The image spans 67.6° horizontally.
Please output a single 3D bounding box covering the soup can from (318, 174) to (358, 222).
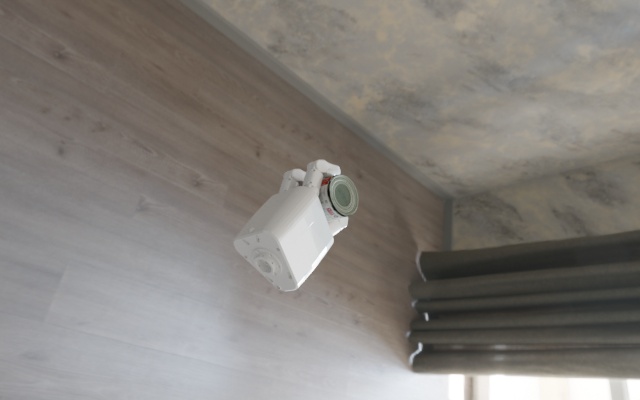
[{"bbox_3d":[0.001,0.002,0.752,0.102,0.068,0.068,-17,-12,42],"label":"soup can"}]
